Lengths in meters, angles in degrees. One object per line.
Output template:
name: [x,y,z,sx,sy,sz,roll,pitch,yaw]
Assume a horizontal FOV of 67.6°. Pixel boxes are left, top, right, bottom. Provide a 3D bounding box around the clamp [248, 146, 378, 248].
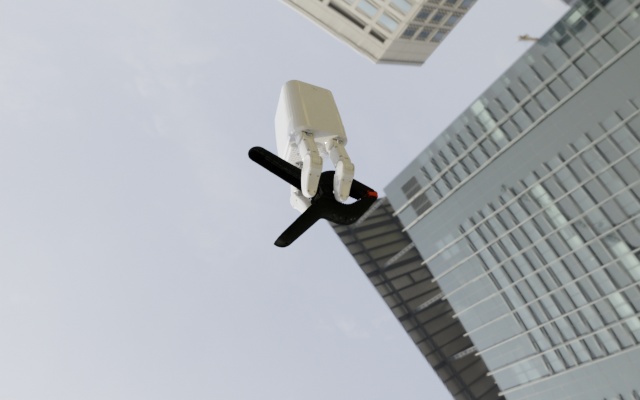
clamp: [0.000,0.003,0.705,0.210,0.164,0.036,9,-38,-30]
